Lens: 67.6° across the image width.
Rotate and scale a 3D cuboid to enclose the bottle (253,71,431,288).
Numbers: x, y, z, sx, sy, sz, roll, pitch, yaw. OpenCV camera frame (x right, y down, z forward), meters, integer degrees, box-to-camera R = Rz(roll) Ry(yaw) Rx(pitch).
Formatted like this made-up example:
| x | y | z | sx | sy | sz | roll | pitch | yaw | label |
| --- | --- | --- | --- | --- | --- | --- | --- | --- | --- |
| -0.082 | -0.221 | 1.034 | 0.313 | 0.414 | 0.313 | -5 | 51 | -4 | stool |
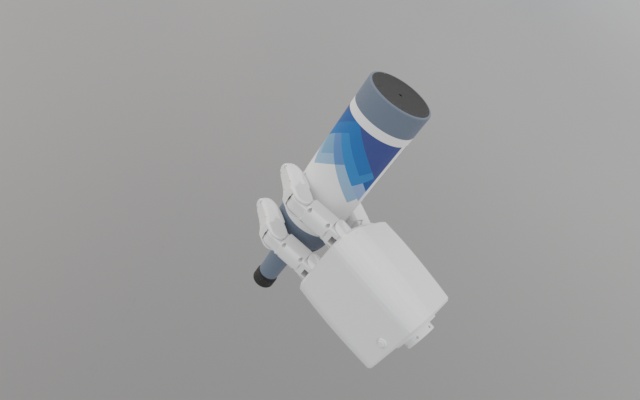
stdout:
| x | y | z | sx | sy | sz | roll | pitch | yaw | label |
| --- | --- | --- | --- | --- | --- | --- | --- | --- | --- |
| 0.000 | 0.001 | 0.511 | 0.069 | 0.069 | 0.296 | 0 | -41 | -40 | bottle |
